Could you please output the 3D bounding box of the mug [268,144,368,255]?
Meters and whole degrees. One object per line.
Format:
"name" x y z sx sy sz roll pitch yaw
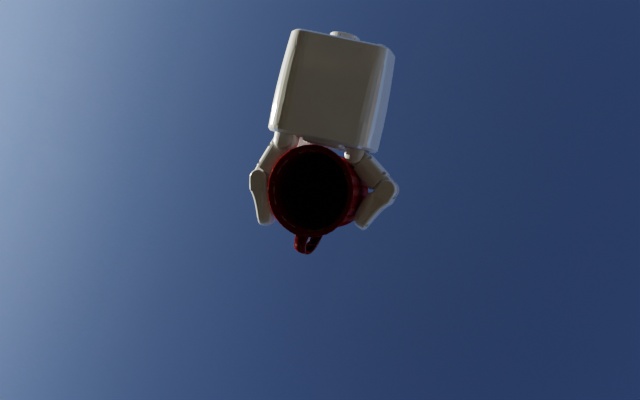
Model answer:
"mug" 0.000 0.003 0.514 0.093 0.117 0.081 16 6 20
